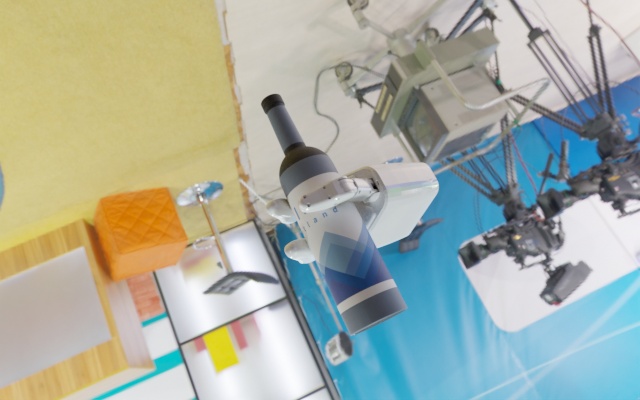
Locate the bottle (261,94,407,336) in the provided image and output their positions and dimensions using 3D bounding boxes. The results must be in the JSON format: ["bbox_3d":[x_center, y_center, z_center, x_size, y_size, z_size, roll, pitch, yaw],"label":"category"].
[{"bbox_3d":[0.000,0.002,0.544,0.069,0.295,0.069,-23,-18,-8],"label":"bottle"}]
